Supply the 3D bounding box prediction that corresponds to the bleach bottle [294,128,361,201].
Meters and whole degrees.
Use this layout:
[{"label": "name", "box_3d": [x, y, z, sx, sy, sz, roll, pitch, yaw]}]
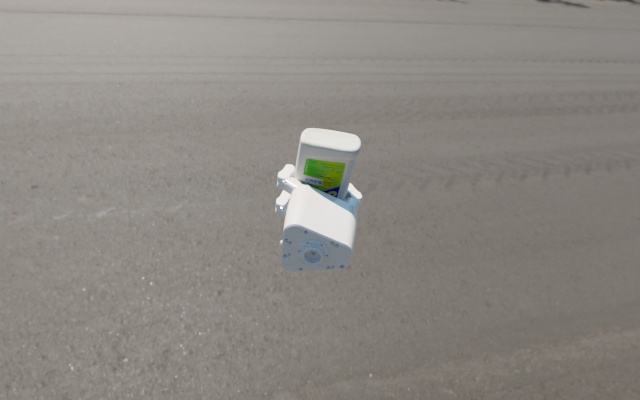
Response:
[{"label": "bleach bottle", "box_3d": [0.000, 0.003, 0.837, 0.102, 0.251, 0.068, 10, 34, 2]}]
